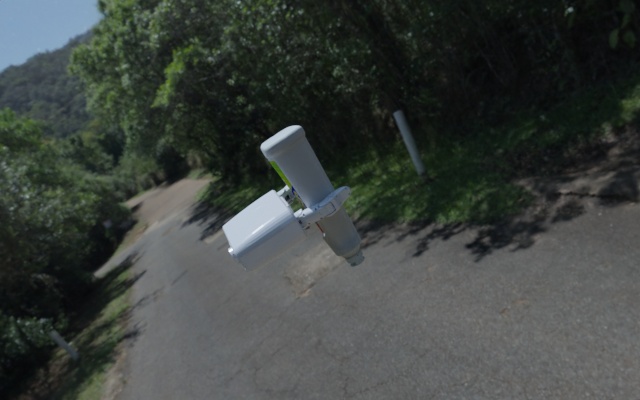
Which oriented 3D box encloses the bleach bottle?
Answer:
[{"bbox_3d":[0.000,0.002,0.767,0.068,0.251,0.102,-35,15,-7],"label":"bleach bottle"}]
